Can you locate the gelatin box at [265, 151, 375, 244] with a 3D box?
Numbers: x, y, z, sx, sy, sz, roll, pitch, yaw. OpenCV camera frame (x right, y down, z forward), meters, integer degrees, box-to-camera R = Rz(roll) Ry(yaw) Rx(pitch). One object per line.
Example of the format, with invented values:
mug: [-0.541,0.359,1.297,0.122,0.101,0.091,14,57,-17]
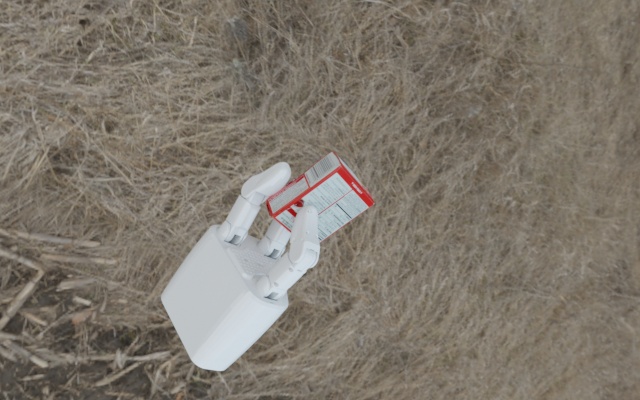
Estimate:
gelatin box: [0.000,0.002,0.492,0.089,0.030,0.073,-36,-46,11]
